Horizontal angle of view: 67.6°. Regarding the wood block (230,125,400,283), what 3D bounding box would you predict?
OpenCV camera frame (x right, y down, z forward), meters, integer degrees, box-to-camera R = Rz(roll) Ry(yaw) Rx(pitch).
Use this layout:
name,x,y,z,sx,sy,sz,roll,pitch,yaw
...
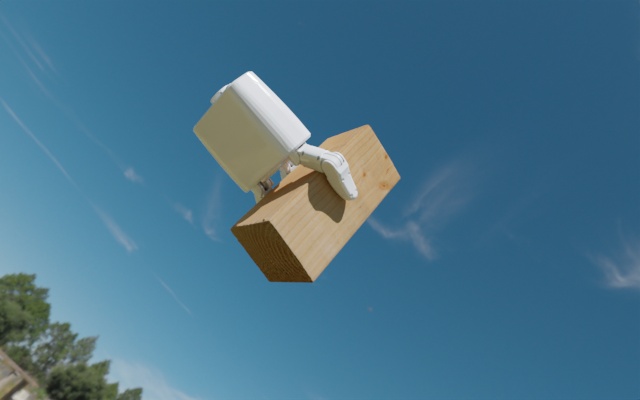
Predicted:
name,x,y,z,sx,sy,sz,roll,pitch,yaw
wood block,0.000,0.002,0.606,0.091,0.090,0.206,-11,28,50
